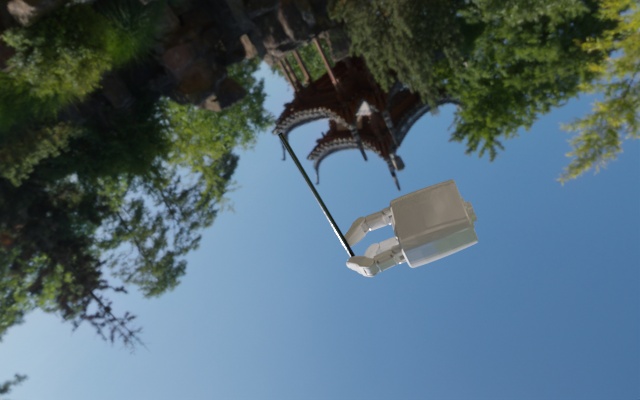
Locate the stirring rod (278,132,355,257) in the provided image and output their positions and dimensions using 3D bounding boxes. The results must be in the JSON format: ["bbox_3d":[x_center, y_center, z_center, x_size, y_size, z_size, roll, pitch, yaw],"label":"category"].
[{"bbox_3d":[0.000,0.002,0.710,0.011,0.240,0.011,-25,25,12],"label":"stirring rod"}]
